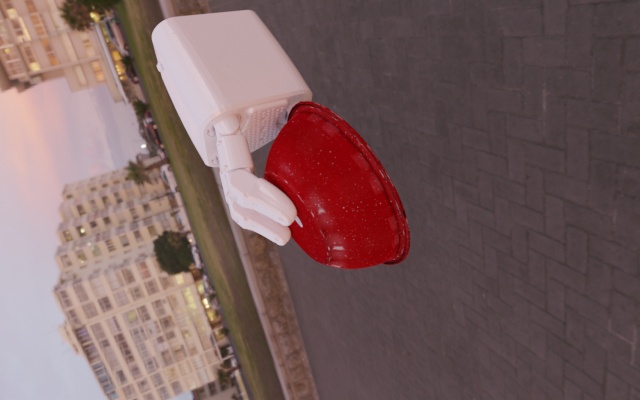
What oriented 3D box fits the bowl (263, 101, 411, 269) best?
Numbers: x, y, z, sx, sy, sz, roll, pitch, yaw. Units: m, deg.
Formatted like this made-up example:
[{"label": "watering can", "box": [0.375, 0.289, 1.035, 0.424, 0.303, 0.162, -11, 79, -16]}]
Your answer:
[{"label": "bowl", "box": [0.001, 0.002, 0.402, 0.055, 0.162, 0.162, -34, 13, -19]}]
